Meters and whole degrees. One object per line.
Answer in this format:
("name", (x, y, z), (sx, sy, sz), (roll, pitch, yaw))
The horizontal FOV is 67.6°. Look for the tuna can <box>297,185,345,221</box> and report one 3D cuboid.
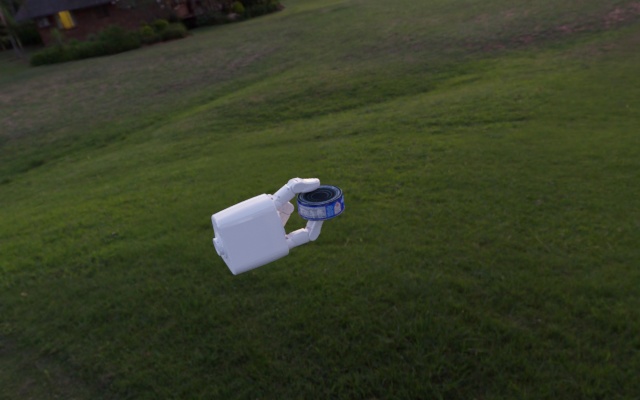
("tuna can", (0.000, 0.002, 0.874), (0.086, 0.034, 0.086), (-6, 26, 3))
